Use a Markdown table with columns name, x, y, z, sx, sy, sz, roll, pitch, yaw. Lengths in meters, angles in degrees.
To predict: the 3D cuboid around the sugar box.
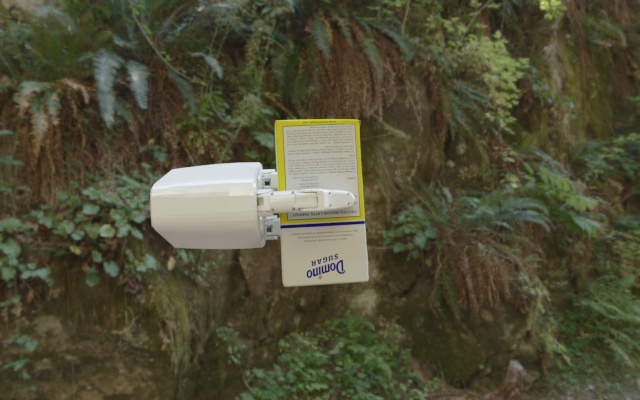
| name | x | y | z | sx | sy | sz | roll | pitch | yaw |
| --- | --- | --- | --- | --- | --- | --- | --- | --- | --- |
| sugar box | 0.000 | 0.002 | 0.522 | 0.093 | 0.176 | 0.048 | -2 | 0 | -5 |
